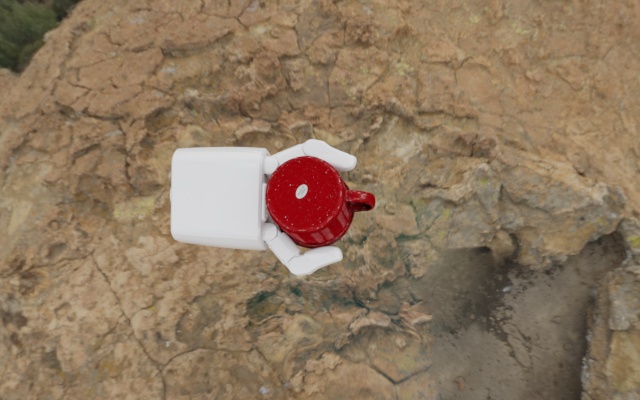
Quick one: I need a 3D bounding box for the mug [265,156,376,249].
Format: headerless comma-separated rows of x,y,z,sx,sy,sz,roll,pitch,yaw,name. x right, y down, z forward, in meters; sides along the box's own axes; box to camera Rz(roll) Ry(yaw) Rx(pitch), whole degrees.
0.001,0.002,0.510,0.117,0.093,0.081,2,-12,8,mug
